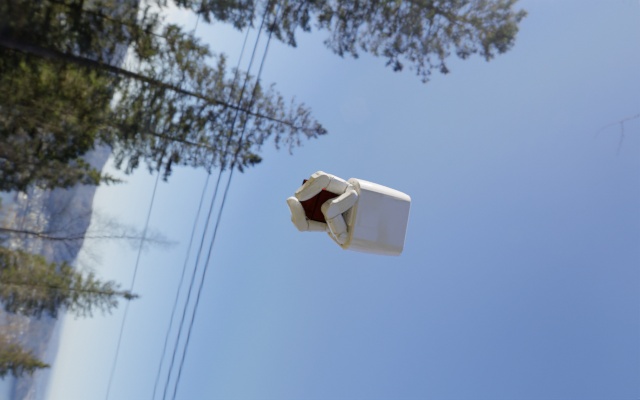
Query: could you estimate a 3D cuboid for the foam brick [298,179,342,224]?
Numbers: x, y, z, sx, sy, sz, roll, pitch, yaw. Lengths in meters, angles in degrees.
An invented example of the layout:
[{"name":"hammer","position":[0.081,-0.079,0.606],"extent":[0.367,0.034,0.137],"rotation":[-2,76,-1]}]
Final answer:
[{"name":"foam brick","position":[0.000,0.002,0.791],"extent":[0.051,0.053,0.078],"rotation":[12,12,-24]}]
